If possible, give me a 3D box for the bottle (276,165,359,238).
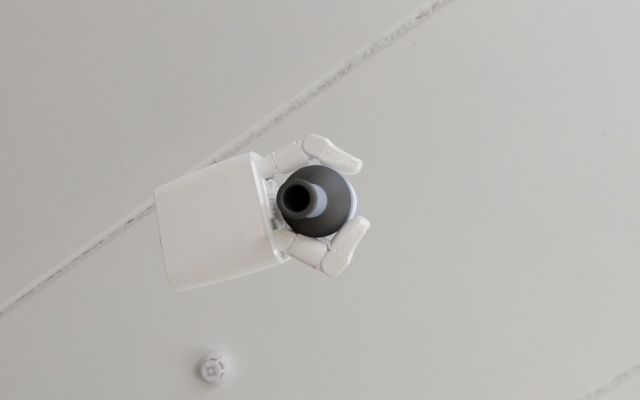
[{"bbox_3d":[0.000,0.001,0.468,0.069,0.069,0.296,0,-1,7],"label":"bottle"}]
